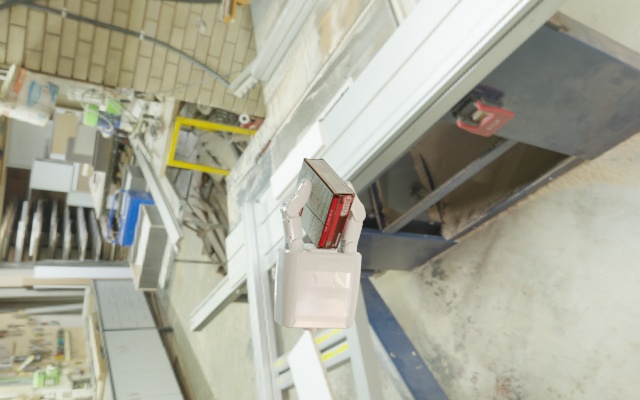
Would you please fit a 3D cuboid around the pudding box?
[{"bbox_3d":[0.000,0.002,0.682,0.039,0.090,0.113,2,30,-30],"label":"pudding box"}]
